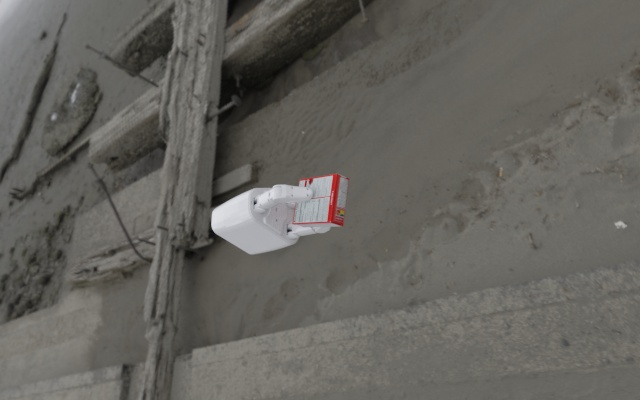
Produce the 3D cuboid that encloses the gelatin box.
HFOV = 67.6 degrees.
[{"bbox_3d":[0.000,0.002,0.717,0.030,0.073,0.089,18,-16,-39],"label":"gelatin box"}]
